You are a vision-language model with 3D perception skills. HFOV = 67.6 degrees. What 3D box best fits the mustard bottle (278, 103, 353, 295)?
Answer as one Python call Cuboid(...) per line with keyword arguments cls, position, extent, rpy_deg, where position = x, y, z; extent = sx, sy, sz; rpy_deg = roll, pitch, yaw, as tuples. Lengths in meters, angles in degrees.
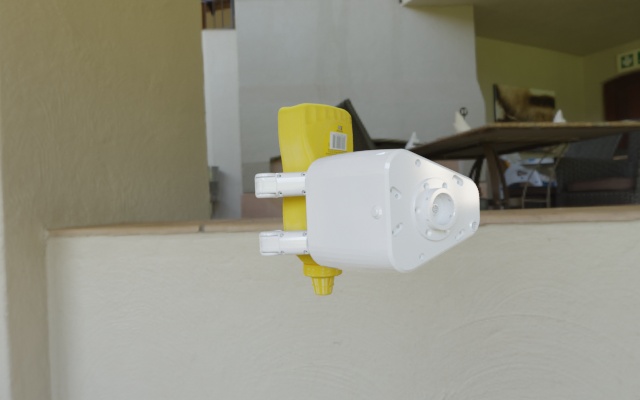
Cuboid(cls="mustard bottle", position=(0.000, 0.001, 0.496), extent=(0.058, 0.191, 0.096), rpy_deg=(-3, 0, 32))
